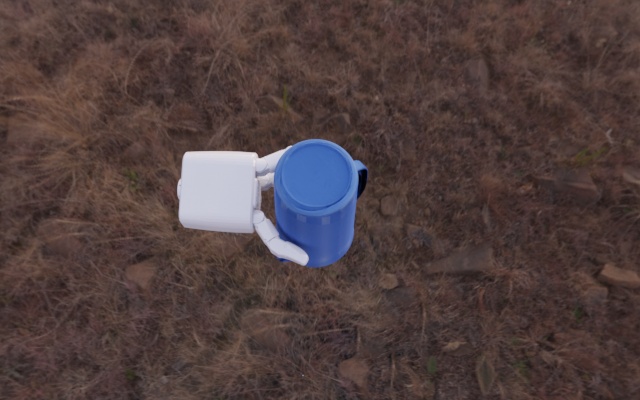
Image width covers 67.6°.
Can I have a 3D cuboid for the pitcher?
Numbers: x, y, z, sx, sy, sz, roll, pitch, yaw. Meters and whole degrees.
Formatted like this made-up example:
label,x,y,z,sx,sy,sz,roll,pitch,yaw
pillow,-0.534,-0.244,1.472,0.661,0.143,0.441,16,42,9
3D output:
label,x,y,z,sx,sy,sz,roll,pitch,yaw
pitcher,0.000,0.002,0.711,0.145,0.149,0.243,5,-20,0
